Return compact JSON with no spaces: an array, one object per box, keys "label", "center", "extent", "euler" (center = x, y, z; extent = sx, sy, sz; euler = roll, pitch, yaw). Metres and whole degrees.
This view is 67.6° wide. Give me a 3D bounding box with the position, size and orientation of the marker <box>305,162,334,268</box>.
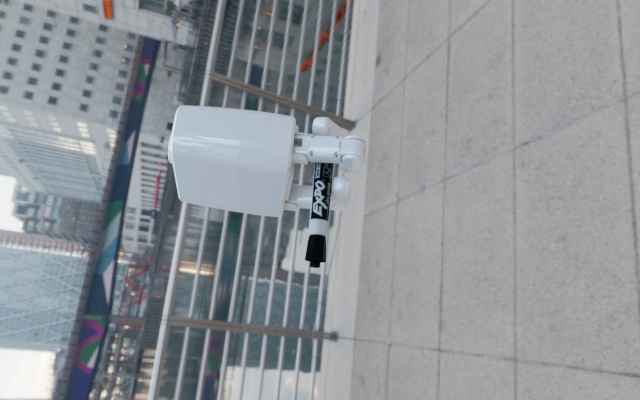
[{"label":"marker","center":[0.000,0.001,0.438],"extent":[0.020,0.121,0.020],"euler":[5,-17,1]}]
